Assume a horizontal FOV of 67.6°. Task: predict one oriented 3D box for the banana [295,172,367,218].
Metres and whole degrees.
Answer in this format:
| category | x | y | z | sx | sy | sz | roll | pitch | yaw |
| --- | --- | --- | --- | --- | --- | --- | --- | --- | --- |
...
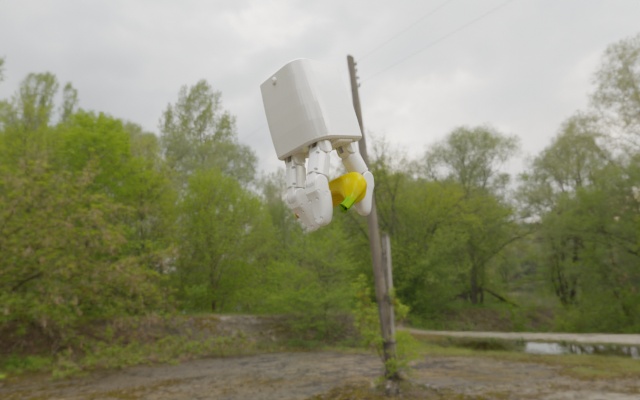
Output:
| category | x | y | z | sx | sy | sz | roll | pitch | yaw |
| --- | --- | --- | --- | --- | --- | --- | --- | --- | --- |
| banana | 0.017 | -0.007 | 0.643 | 0.069 | 0.037 | 0.198 | -29 | 4 | -19 |
